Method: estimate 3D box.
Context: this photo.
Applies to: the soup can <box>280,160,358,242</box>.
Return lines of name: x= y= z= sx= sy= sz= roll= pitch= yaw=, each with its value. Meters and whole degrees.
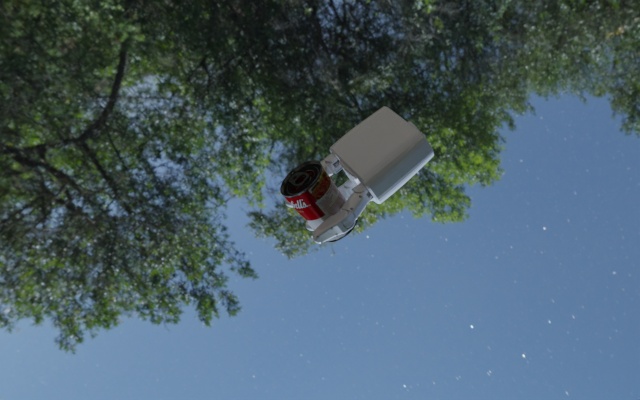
soup can: x=0.000 y=0.003 z=0.673 sx=0.068 sy=0.068 sz=0.102 roll=0 pitch=-41 yaw=46
